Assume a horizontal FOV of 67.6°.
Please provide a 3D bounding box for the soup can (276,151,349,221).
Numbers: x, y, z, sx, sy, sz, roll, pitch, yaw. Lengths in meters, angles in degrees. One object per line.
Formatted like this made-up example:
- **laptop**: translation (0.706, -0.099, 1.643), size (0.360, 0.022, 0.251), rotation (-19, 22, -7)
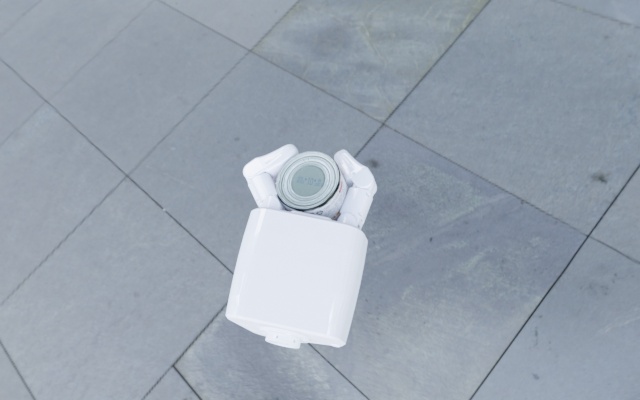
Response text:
- **soup can**: translation (0.000, 0.001, 0.507), size (0.068, 0.068, 0.102), rotation (0, -26, 17)
